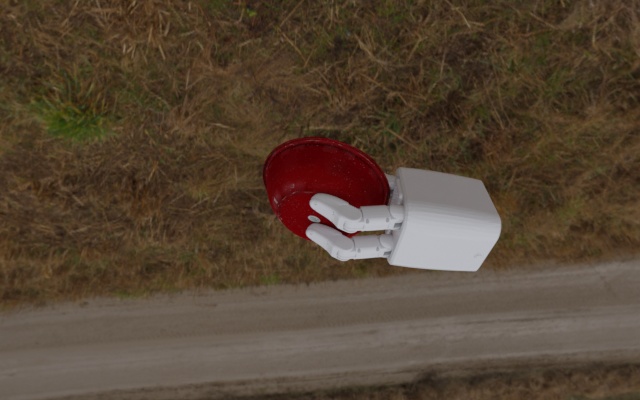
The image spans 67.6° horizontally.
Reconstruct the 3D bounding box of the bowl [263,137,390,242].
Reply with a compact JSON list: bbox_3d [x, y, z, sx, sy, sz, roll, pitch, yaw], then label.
[{"bbox_3d":[-0.001,0.002,0.576,0.162,0.055,0.162,10,-41,9],"label":"bowl"}]
